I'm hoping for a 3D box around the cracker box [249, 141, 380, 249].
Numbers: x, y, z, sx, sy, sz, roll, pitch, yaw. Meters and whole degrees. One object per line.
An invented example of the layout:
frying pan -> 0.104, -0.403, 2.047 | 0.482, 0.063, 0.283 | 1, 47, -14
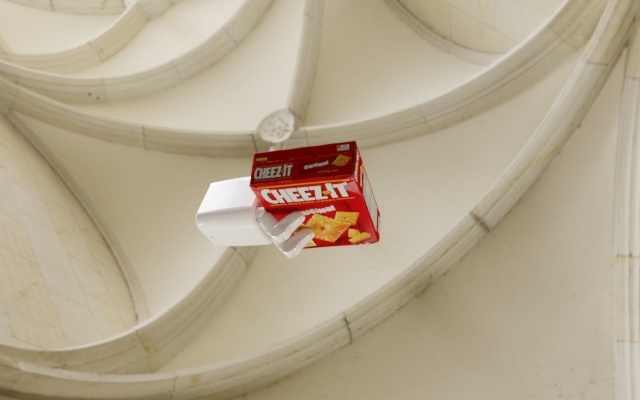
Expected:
cracker box -> 0.000, 0.003, 0.784 | 0.164, 0.072, 0.214 | -6, -33, 15
